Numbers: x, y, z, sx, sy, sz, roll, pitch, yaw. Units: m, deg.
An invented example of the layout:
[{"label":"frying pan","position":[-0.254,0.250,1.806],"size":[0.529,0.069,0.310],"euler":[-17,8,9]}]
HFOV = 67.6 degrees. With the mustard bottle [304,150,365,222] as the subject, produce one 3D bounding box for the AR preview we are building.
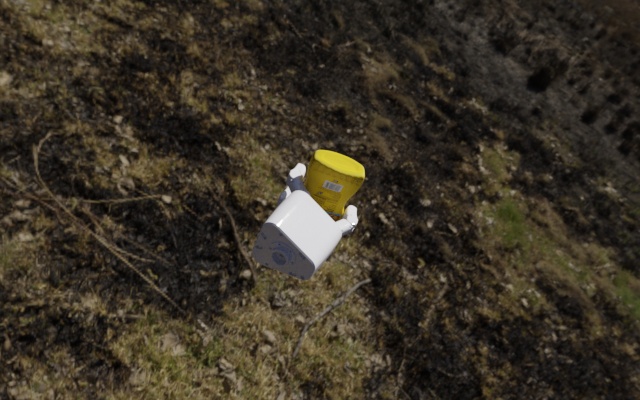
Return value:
[{"label":"mustard bottle","position":[0.000,0.002,0.870],"size":[0.096,0.192,0.058],"euler":[18,38,-13]}]
